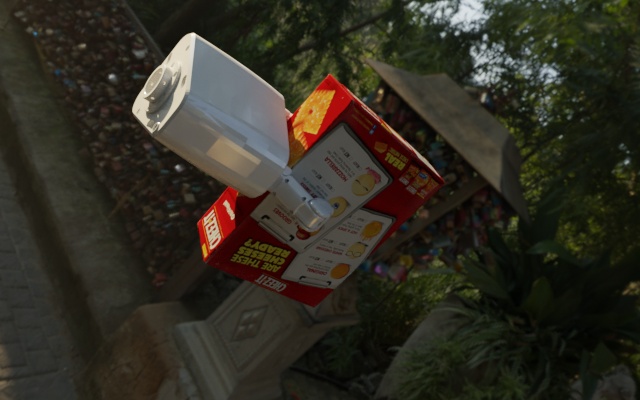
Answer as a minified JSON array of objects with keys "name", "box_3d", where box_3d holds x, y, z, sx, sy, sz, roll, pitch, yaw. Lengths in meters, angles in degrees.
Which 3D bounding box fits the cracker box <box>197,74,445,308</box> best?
[{"name":"cracker box","box_3d":[0.000,0.002,0.510,0.164,0.214,0.072,32,19,-38]}]
